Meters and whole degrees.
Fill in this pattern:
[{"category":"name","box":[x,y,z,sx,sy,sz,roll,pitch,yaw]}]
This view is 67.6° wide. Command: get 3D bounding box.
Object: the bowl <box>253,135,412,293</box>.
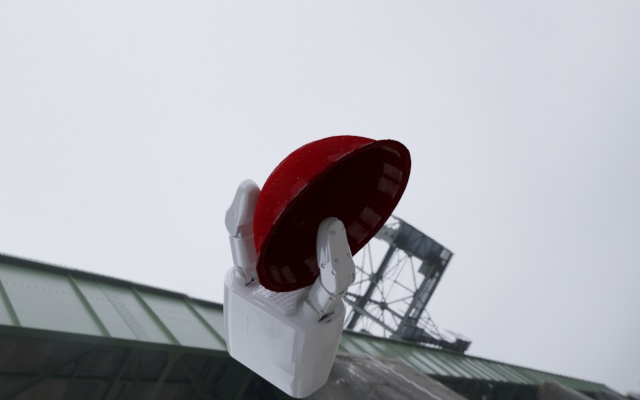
[{"category":"bowl","box":[0.000,0.000,0.402,0.055,0.162,0.162,46,25,28]}]
